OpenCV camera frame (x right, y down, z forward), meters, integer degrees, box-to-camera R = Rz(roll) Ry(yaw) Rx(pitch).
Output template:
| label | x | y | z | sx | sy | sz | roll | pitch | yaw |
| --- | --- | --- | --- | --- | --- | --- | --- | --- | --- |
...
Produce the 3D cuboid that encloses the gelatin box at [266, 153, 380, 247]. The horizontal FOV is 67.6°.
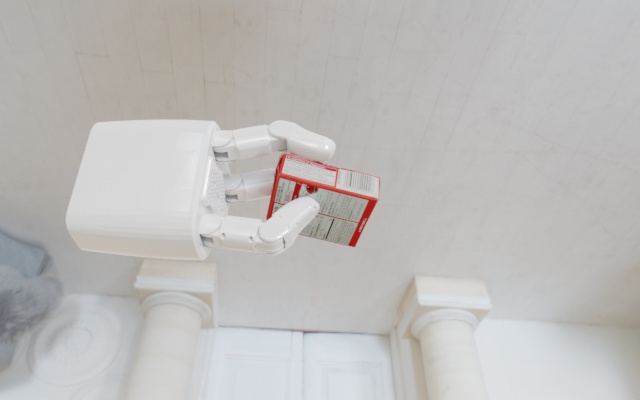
| label | x | y | z | sx | sy | sz | roll | pitch | yaw |
| --- | --- | --- | --- | --- | --- | --- | --- | --- | --- |
| gelatin box | 0.000 | 0.002 | 0.424 | 0.089 | 0.030 | 0.073 | 14 | -41 | -4 |
